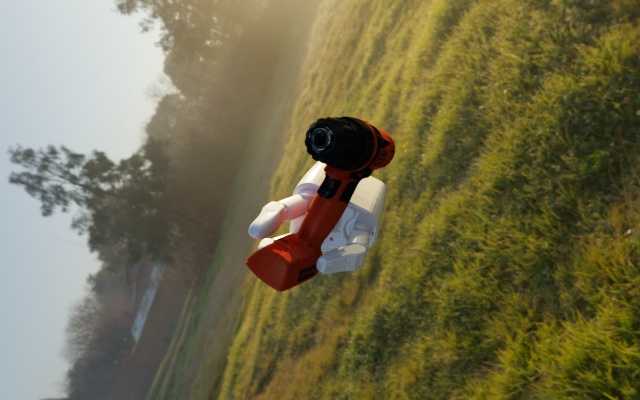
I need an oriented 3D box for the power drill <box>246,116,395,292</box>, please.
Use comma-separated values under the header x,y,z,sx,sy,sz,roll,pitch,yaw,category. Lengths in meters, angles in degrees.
x,y,z,sx,sy,sz,roll,pitch,yaw,category
0.000,0.002,0.488,0.057,0.188,0.184,38,16,18,power drill
